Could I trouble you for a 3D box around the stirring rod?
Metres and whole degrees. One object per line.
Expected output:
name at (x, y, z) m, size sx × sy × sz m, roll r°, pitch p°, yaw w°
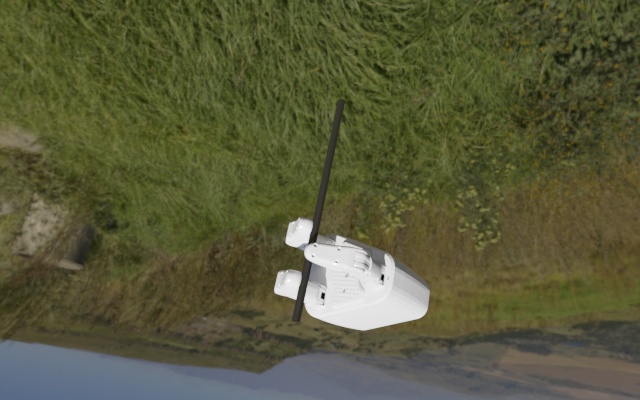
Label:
stirring rod at (0.000, 0.002, 0.484) m, size 0.011 × 0.239 × 0.011 m, roll 10°, pitch -19°, yaw 4°
